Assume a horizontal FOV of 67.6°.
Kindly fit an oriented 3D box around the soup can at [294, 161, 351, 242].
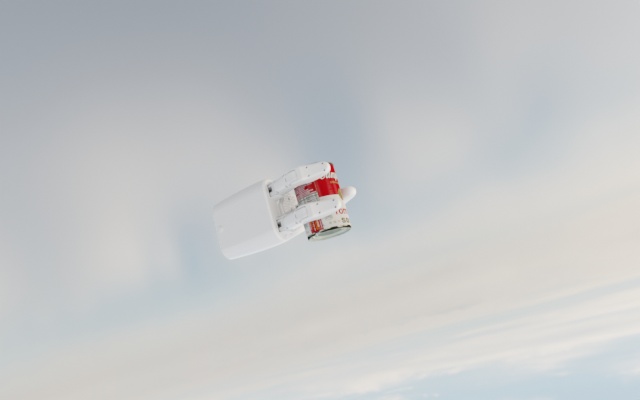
[{"bbox_3d":[0.001,0.002,0.702,0.068,0.102,0.068,-15,-14,-4],"label":"soup can"}]
